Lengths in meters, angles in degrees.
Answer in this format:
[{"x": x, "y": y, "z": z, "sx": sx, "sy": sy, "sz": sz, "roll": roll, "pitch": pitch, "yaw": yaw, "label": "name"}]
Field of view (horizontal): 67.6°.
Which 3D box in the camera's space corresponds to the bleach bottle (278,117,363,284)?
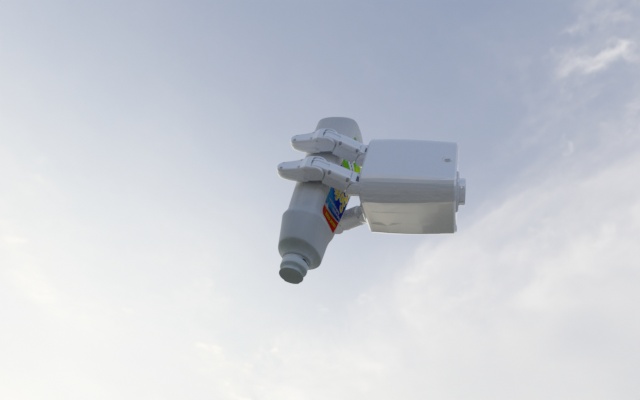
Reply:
[{"x": 0.000, "y": 0.002, "z": 0.603, "sx": 0.068, "sy": 0.103, "sz": 0.250, "roll": 3, "pitch": 44, "yaw": 17, "label": "bleach bottle"}]
